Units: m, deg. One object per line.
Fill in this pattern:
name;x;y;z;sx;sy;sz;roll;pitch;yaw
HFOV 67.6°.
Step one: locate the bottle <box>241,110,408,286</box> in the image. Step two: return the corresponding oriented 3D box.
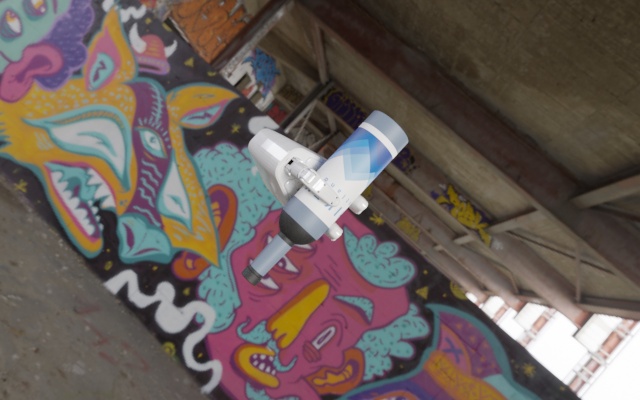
bottle;0.000;0.002;0.671;0.069;0.295;0.069;43;-4;4
